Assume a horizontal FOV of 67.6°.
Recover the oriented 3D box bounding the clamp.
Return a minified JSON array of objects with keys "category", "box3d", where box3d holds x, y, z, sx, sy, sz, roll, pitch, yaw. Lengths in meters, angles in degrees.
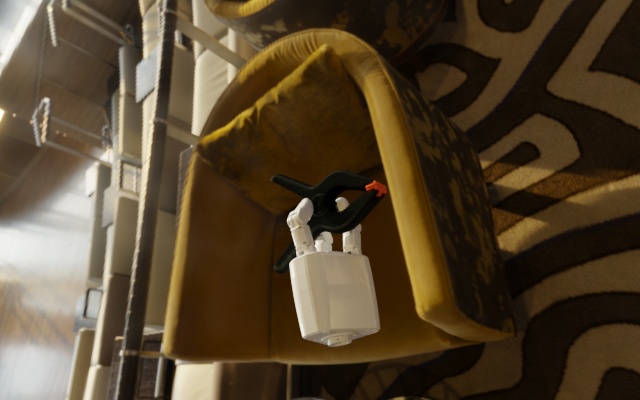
[{"category":"clamp","box3d":[0.000,0.002,0.717,0.210,0.164,0.036,-27,-29,31]}]
